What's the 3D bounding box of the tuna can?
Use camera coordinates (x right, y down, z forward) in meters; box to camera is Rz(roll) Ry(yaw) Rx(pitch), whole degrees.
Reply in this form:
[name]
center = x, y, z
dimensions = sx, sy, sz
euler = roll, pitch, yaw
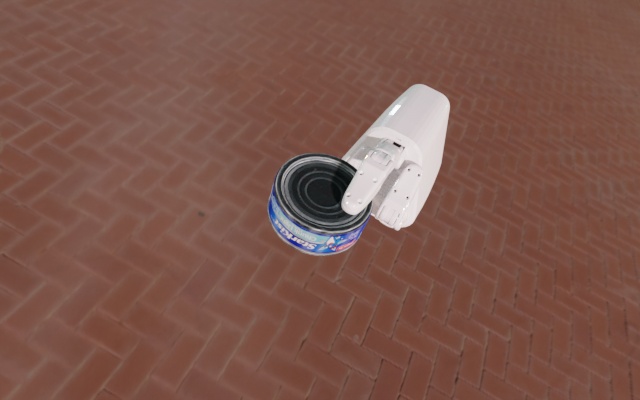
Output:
[tuna can]
center = 0.000, 0.001, 0.401
dimensions = 0.086, 0.086, 0.034
euler = 0, -36, -17
